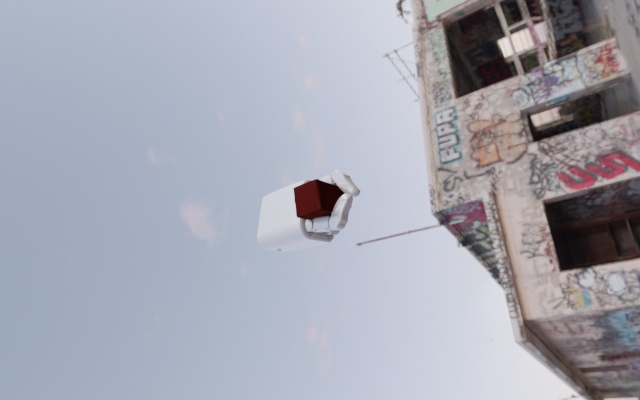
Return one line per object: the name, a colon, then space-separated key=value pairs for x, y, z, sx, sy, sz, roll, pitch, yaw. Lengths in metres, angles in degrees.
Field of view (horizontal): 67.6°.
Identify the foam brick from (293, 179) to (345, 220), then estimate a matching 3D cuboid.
foam brick: x=0.000 y=0.002 z=0.785 sx=0.051 sy=0.053 sz=0.078 roll=-18 pitch=-19 yaw=33
